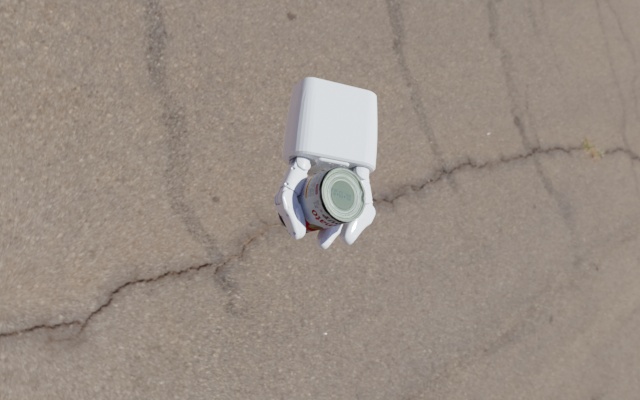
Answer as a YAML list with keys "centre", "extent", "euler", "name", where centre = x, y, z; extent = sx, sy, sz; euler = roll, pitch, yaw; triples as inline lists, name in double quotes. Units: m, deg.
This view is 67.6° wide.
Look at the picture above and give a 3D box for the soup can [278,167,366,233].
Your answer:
- centre: [0.000, 0.002, 0.594]
  extent: [0.068, 0.068, 0.102]
  euler: [0, -10, -35]
  name: "soup can"
